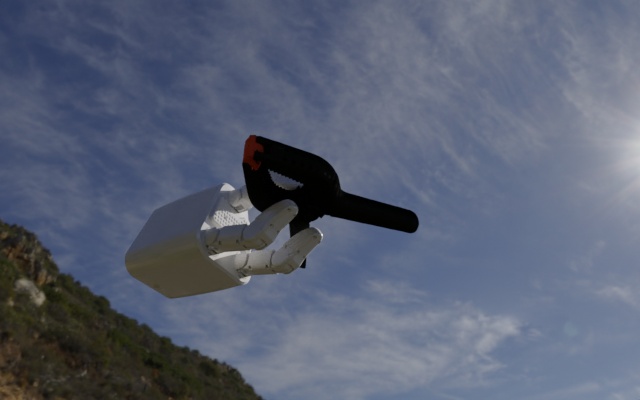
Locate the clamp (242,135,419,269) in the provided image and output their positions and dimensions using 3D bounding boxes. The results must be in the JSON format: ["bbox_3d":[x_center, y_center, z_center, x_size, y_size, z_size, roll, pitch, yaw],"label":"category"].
[{"bbox_3d":[0.000,0.001,0.500,0.164,0.036,0.210,-18,-41,20],"label":"clamp"}]
